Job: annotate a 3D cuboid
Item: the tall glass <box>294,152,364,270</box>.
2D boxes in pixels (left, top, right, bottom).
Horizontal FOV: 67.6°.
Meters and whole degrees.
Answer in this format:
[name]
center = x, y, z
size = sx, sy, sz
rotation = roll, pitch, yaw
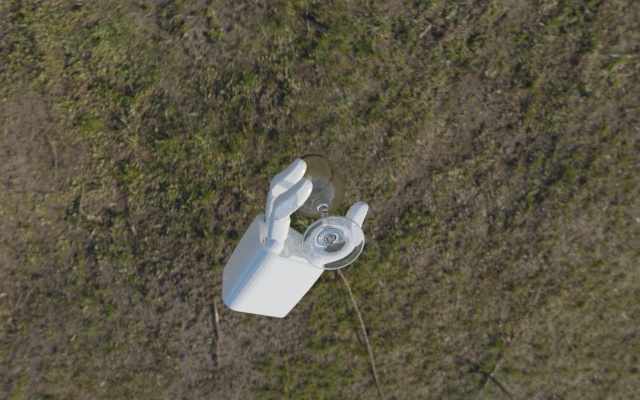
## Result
[tall glass]
center = 0.000, 0.002, 0.634
size = 0.079, 0.079, 0.201
rotation = 0, 29, -9
